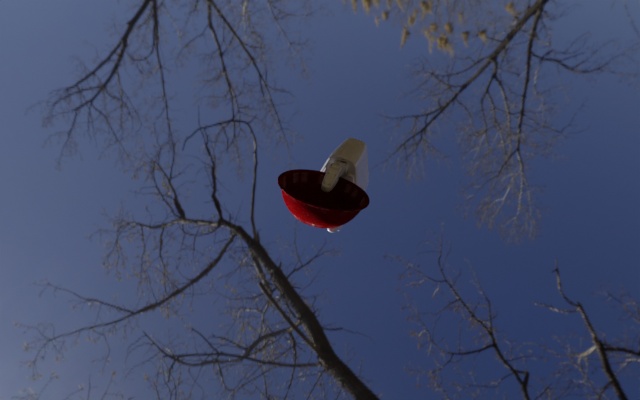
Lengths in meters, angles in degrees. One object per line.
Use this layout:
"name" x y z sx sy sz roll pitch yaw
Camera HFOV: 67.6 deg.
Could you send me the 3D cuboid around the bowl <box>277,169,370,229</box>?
"bowl" -0.001 0.003 0.823 0.162 0.055 0.162 13 23 -5
